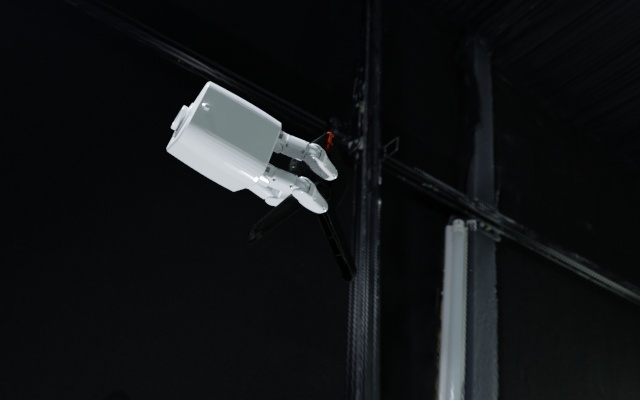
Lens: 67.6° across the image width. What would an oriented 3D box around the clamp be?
[{"bbox_3d":[0.000,0.002,0.659,0.164,0.209,0.036,32,-35,-24],"label":"clamp"}]
